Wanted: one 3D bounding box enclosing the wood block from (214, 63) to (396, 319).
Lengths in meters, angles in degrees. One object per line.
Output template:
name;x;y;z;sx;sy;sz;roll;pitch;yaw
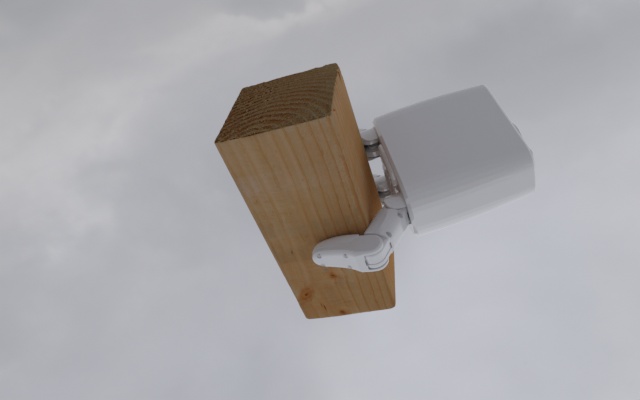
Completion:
wood block;0.000;0.002;0.421;0.090;0.206;0.090;-11;37;15
